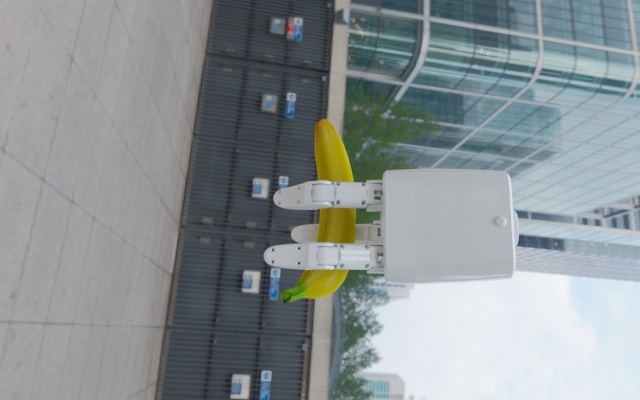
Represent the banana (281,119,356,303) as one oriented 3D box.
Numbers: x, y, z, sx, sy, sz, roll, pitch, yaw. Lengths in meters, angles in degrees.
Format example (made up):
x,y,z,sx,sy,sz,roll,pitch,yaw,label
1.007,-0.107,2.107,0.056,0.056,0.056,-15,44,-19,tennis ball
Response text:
x,y,z,sx,sy,sz,roll,pitch,yaw,label
0.009,0.013,0.469,0.037,0.197,0.070,-10,-34,30,banana
